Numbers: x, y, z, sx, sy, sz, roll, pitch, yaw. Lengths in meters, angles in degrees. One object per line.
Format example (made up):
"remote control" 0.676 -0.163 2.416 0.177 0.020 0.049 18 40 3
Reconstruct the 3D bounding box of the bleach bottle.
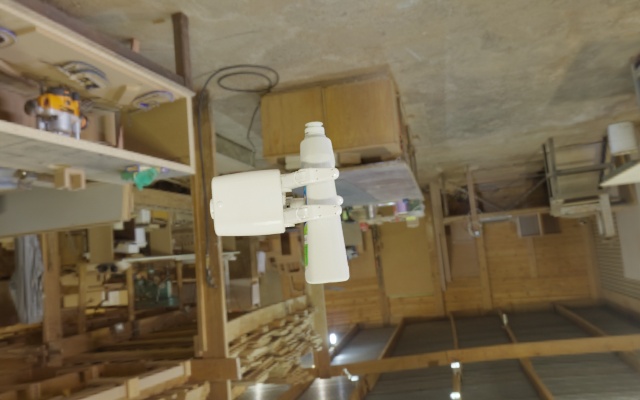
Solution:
"bleach bottle" 0.000 0.003 0.761 0.068 0.251 0.102 -5 -7 -4
